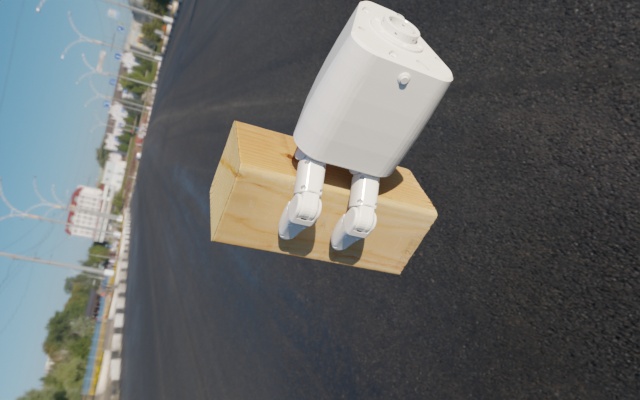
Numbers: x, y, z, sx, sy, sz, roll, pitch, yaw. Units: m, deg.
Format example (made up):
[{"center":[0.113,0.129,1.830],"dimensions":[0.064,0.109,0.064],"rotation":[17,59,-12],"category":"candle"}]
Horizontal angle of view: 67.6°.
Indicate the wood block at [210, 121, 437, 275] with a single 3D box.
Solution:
[{"center":[0.000,0.001,0.493],"dimensions":[0.206,0.090,0.090],"rotation":[13,31,-22],"category":"wood block"}]
